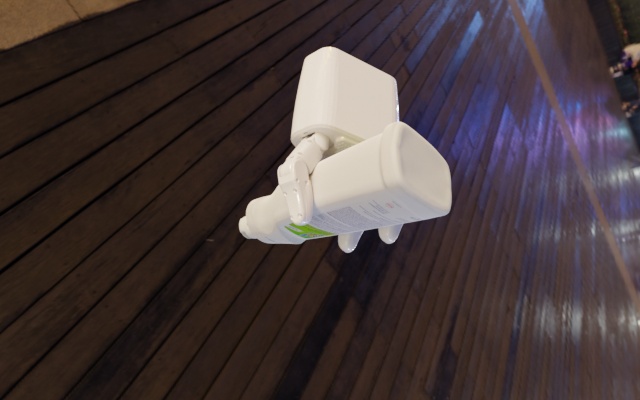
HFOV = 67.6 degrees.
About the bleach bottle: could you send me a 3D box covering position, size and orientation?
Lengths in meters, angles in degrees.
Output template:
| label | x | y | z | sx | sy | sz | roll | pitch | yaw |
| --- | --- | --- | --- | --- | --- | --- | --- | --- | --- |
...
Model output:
| label | x | y | z | sx | sy | sz | roll | pitch | yaw |
| --- | --- | --- | --- | --- | --- | --- | --- | --- | --- |
| bleach bottle | 0.000 | 0.002 | 0.494 | 0.251 | 0.068 | 0.102 | -17 | -32 | 39 |
